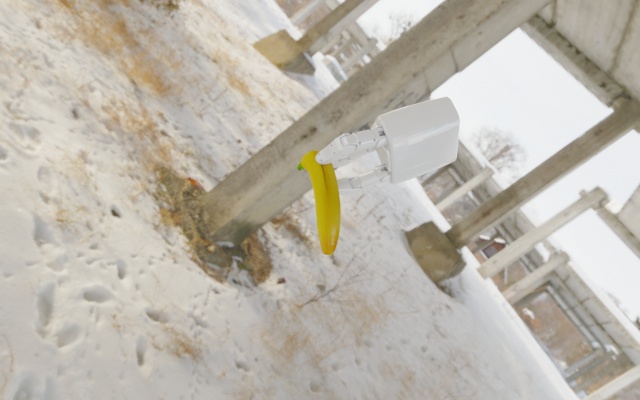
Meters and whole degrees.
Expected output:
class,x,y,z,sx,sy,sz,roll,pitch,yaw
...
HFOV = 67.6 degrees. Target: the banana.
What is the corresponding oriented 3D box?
class,x,y,z,sx,sy,sz,roll,pitch,yaw
banana,0.003,-0.014,0.683,0.037,0.070,0.197,0,41,-15
